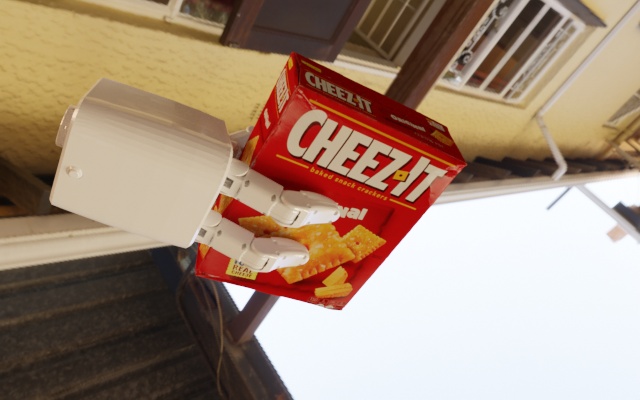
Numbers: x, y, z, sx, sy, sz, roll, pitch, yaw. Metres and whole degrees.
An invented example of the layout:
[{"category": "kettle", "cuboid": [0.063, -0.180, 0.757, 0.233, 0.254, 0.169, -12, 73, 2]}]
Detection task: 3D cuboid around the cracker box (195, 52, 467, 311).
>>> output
[{"category": "cracker box", "cuboid": [0.000, 0.001, 0.441, 0.164, 0.214, 0.072, 20, 34, -22]}]
